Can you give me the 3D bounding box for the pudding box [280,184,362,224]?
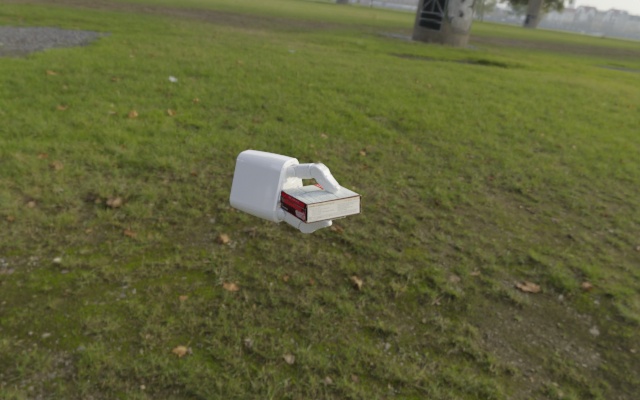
[{"bbox_3d":[0.000,0.003,0.819,0.113,0.039,0.090,-11,23,-30],"label":"pudding box"}]
